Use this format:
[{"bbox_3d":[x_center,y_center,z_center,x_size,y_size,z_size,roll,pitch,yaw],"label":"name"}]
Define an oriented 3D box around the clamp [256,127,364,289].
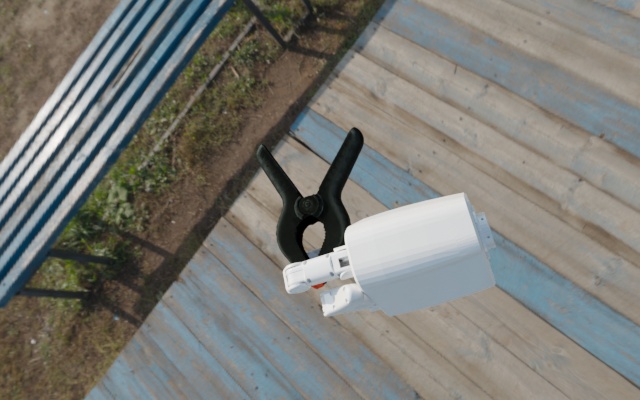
[{"bbox_3d":[0.000,0.002,0.498,0.120,0.171,0.039,-19,-19,17],"label":"clamp"}]
